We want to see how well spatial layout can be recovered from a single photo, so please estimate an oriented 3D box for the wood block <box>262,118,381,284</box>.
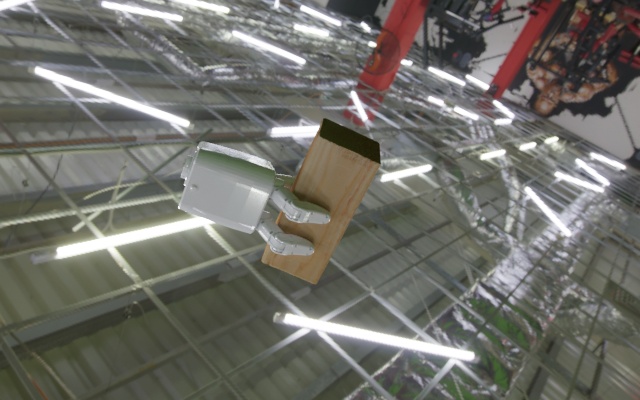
[{"bbox_3d":[0.000,0.002,0.679,0.090,0.206,0.090,24,25,-6],"label":"wood block"}]
